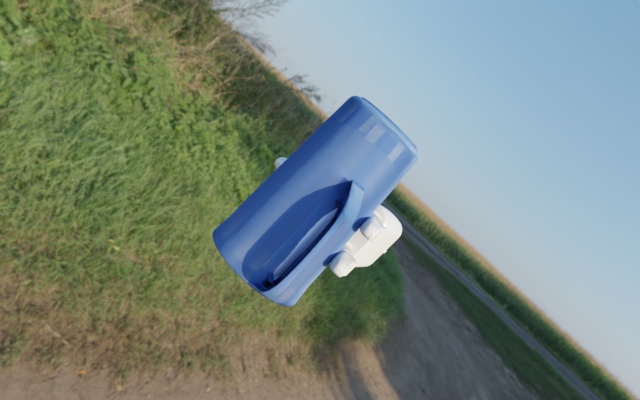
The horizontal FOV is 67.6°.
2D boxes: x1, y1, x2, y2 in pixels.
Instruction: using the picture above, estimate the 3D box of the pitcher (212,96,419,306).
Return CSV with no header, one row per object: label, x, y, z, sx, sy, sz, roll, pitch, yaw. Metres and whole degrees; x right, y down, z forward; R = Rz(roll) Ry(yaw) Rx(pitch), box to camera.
pitcher,0.000,0.002,0.560,0.149,0.243,0.145,46,8,24
